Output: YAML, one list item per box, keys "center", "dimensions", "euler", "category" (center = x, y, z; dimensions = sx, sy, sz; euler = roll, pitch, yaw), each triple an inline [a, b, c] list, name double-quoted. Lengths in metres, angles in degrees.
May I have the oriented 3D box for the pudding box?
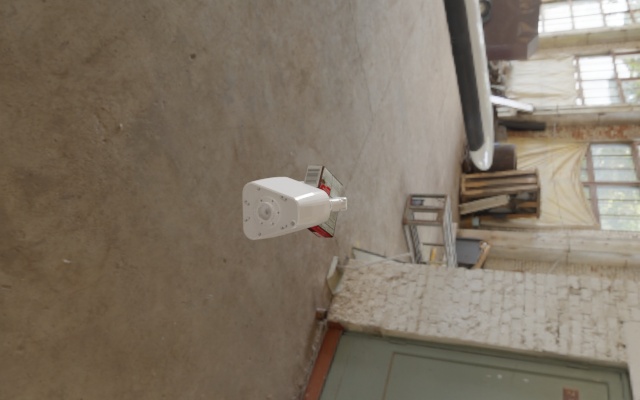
- center: [0.000, 0.003, 0.885]
  dimensions: [0.039, 0.113, 0.090]
  euler: [2, -22, 29]
  category: "pudding box"
